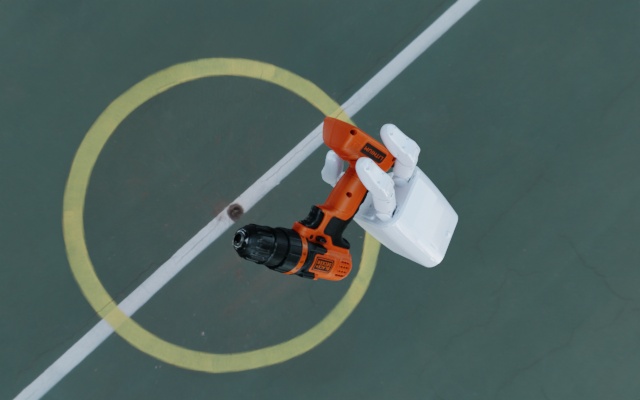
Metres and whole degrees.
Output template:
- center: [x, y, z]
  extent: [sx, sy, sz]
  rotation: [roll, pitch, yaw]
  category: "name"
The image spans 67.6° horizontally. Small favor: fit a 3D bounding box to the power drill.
- center: [0.000, 0.002, 0.561]
  extent: [0.057, 0.187, 0.184]
  rotation: [31, 6, 40]
  category: "power drill"
